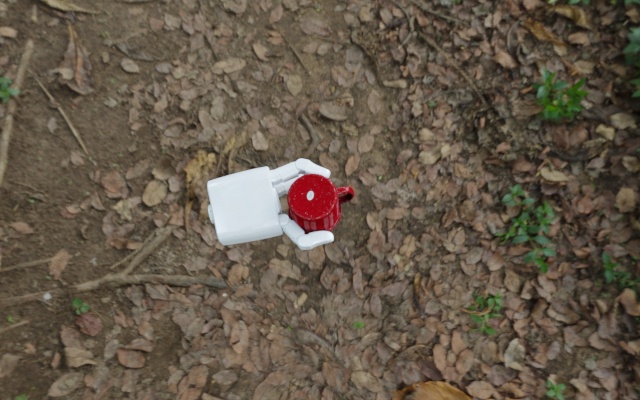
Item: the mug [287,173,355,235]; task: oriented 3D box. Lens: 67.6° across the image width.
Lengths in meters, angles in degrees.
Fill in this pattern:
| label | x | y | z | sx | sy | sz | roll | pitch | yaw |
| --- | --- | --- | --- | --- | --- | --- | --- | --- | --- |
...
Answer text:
| label | x | y | z | sx | sy | sz | roll | pitch | yaw |
| --- | --- | --- | --- | --- | --- | --- | --- | --- | --- |
| mug | 0.002 | 0.002 | 0.793 | 0.117 | 0.093 | 0.081 | -14 | -18 | -2 |
